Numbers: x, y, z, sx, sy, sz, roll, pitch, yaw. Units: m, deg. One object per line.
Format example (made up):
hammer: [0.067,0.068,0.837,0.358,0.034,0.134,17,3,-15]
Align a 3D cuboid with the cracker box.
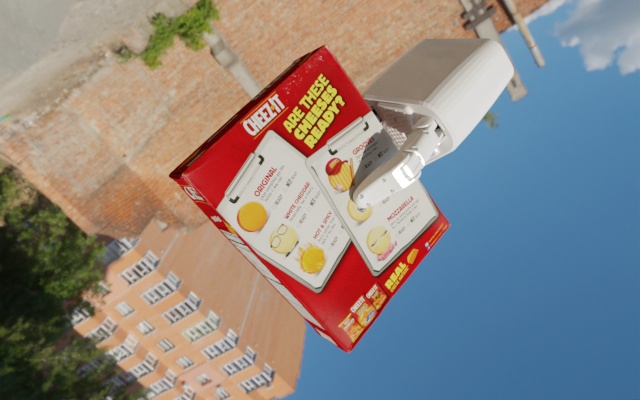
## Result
cracker box: [0.000,0.002,0.433,0.164,0.214,0.072,-47,22,-19]
